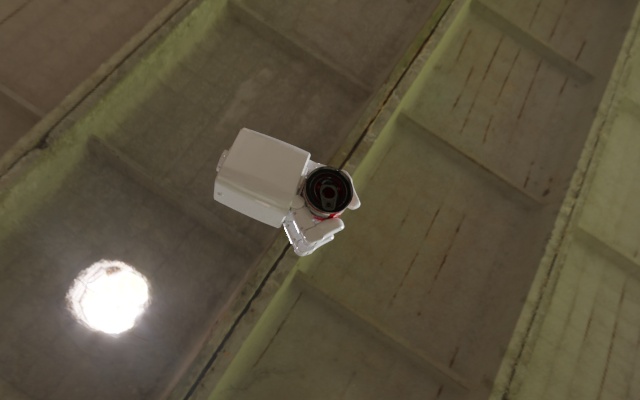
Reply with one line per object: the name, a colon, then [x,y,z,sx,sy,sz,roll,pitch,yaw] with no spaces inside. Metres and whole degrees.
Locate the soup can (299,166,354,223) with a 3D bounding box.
soup can: [0.001,0.002,0.684,0.068,0.068,0.102,0,-20,-14]
